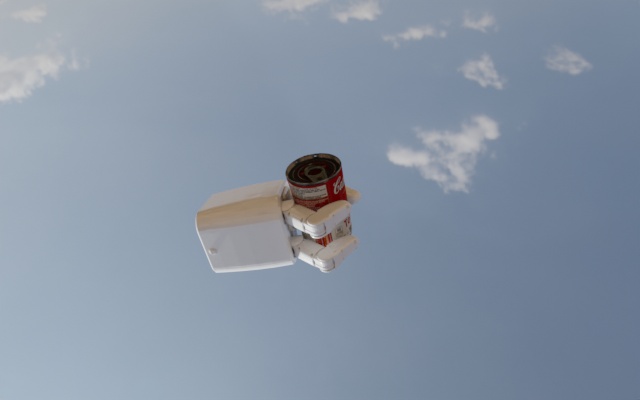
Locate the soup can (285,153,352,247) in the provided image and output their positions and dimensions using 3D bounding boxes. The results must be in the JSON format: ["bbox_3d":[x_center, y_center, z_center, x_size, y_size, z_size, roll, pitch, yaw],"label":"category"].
[{"bbox_3d":[0.001,0.002,0.595,0.068,0.102,0.068,-8,34,6],"label":"soup can"}]
